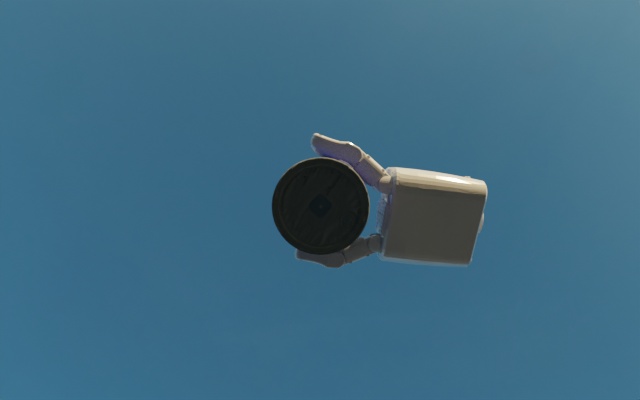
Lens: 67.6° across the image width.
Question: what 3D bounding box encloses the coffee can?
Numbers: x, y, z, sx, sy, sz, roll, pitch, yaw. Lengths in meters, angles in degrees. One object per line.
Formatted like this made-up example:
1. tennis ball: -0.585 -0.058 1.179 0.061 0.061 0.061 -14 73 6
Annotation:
1. coffee can: 0.000 0.002 0.566 0.103 0.103 0.140 0 4 0
